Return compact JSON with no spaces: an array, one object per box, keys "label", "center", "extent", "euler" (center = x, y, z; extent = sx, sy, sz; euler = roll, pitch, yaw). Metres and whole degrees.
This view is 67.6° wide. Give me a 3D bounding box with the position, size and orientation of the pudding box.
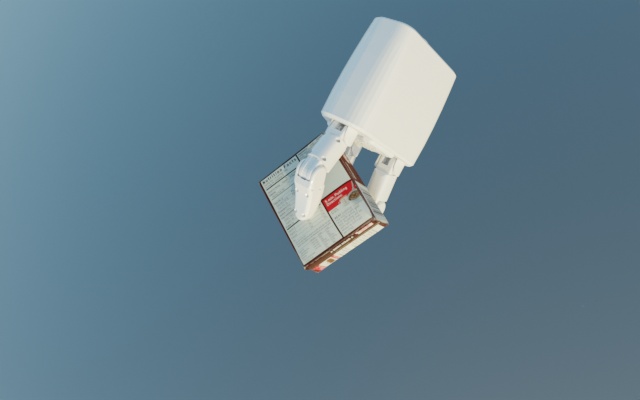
[{"label":"pudding box","center":[0.000,0.002,0.483],"extent":[0.090,0.113,0.039],"euler":[-37,-27,15]}]
